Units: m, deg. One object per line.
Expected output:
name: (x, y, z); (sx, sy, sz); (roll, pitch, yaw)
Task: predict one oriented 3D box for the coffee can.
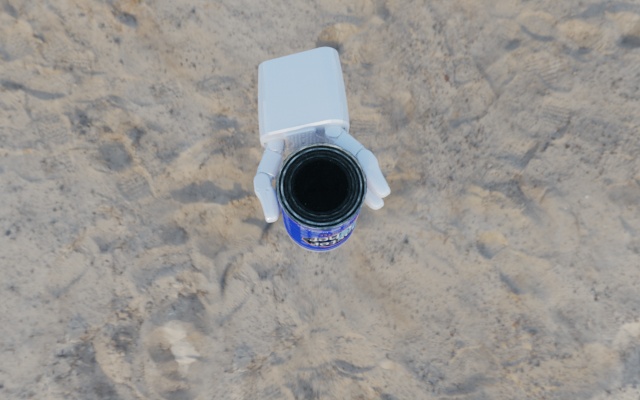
coffee can: (0.000, 0.002, 0.597); (0.103, 0.102, 0.140); (0, -16, -1)
